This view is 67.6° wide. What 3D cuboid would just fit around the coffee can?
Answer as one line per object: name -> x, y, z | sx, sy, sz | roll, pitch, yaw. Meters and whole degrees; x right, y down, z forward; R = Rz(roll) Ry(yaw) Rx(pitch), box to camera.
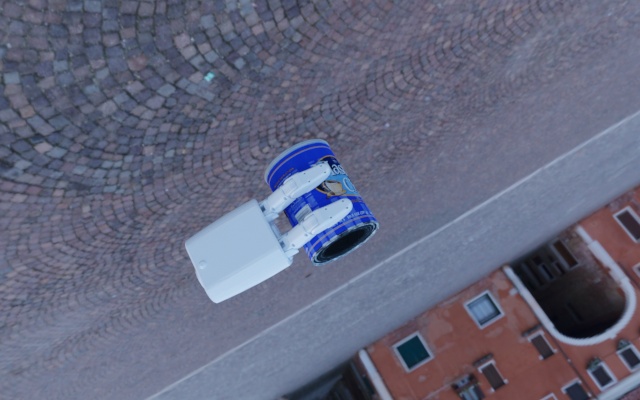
coffee can -> 0.000, 0.002, 0.651 | 0.103, 0.140, 0.103 | -27, -21, -11
